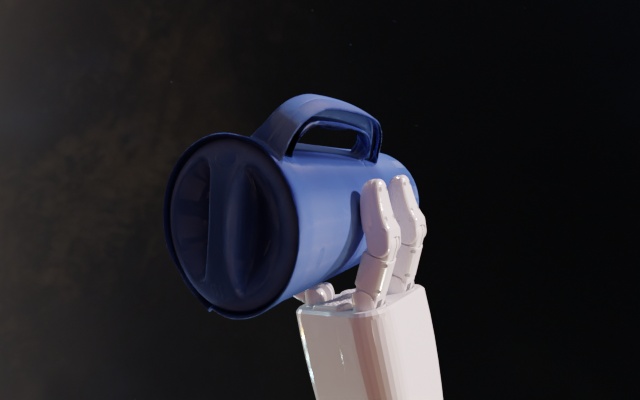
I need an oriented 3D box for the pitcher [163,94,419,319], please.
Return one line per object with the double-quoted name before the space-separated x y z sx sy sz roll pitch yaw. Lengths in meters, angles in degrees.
"pitcher" 0.000 0.002 0.428 0.149 0.145 0.243 -13 -3 34
